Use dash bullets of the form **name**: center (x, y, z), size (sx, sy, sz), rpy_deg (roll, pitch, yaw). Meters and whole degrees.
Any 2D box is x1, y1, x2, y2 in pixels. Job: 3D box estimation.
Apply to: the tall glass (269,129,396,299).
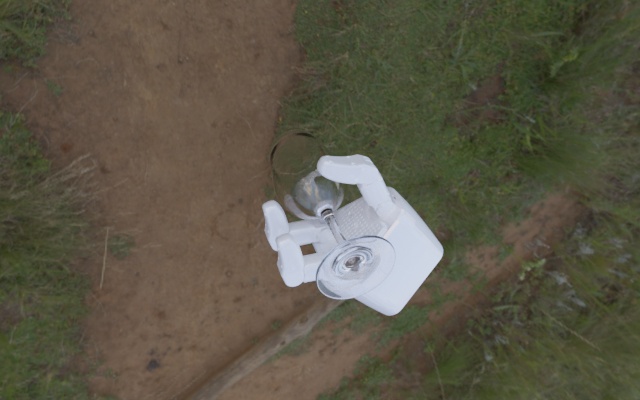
- **tall glass**: center (0.000, 0.002, 0.486), size (0.079, 0.079, 0.201), rpy_deg (0, 36, -23)
